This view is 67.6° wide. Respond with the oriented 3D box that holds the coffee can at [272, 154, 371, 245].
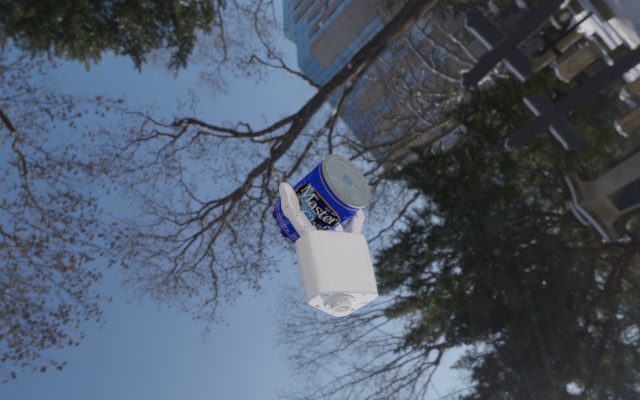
[{"bbox_3d":[0.000,0.002,0.811,0.103,0.102,0.140,0,-32,-49],"label":"coffee can"}]
